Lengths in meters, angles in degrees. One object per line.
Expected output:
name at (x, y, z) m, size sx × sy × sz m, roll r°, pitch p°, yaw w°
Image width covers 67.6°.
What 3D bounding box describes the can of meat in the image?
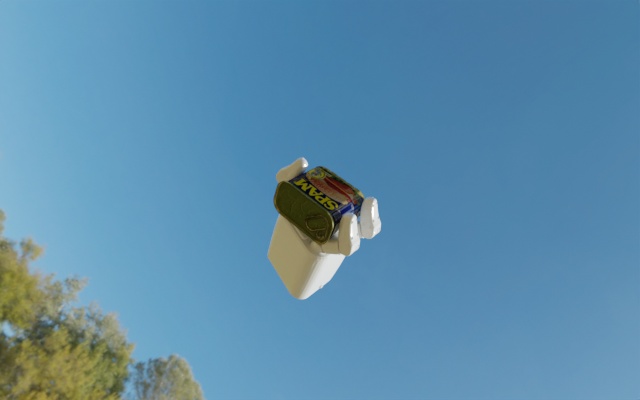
can of meat at (0.000, 0.002, 0.672) m, size 0.102 × 0.057 × 0.084 m, roll 37°, pitch 41°, yaw 21°
